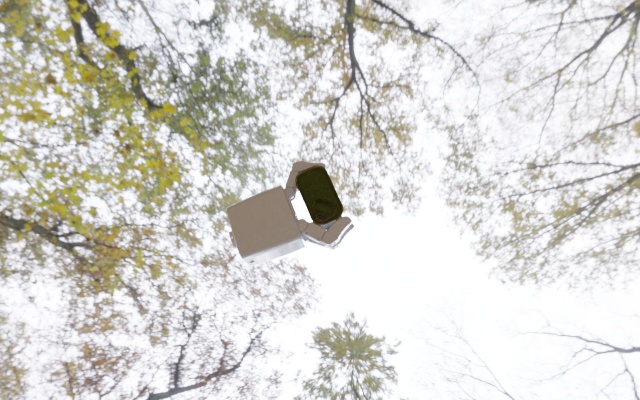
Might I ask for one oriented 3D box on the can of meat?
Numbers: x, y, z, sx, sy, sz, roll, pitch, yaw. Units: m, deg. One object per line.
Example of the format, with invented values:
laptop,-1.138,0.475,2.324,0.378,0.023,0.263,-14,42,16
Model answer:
can of meat,0.000,0.003,0.828,0.057,0.102,0.084,-23,-18,-4
